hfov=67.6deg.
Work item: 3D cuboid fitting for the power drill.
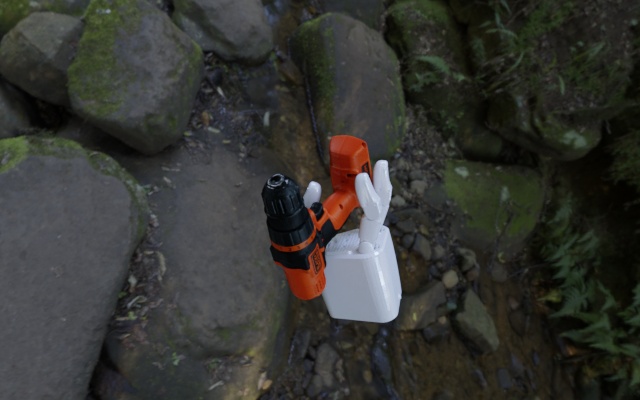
[{"bbox_3d":[0.000,0.002,0.586,0.057,0.185,0.187,15,48,26],"label":"power drill"}]
